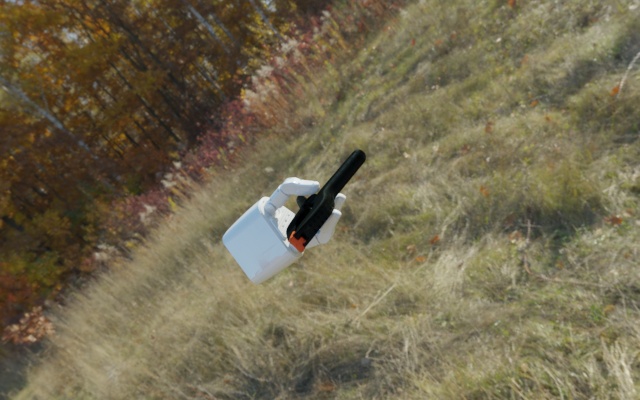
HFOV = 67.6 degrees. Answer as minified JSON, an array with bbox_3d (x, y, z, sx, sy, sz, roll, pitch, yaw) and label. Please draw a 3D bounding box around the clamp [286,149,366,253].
[{"bbox_3d":[-0.001,0.002,0.761,0.164,0.036,0.210,-40,14,28],"label":"clamp"}]
